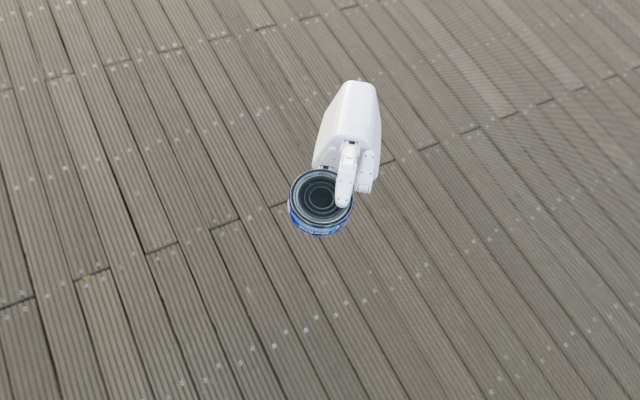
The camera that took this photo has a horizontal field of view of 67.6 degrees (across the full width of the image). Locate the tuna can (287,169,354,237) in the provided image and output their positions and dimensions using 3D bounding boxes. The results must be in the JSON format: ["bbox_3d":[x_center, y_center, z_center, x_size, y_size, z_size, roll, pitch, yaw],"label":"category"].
[{"bbox_3d":[0.000,0.002,0.621,0.086,0.086,0.034,0,-25,-7],"label":"tuna can"}]
